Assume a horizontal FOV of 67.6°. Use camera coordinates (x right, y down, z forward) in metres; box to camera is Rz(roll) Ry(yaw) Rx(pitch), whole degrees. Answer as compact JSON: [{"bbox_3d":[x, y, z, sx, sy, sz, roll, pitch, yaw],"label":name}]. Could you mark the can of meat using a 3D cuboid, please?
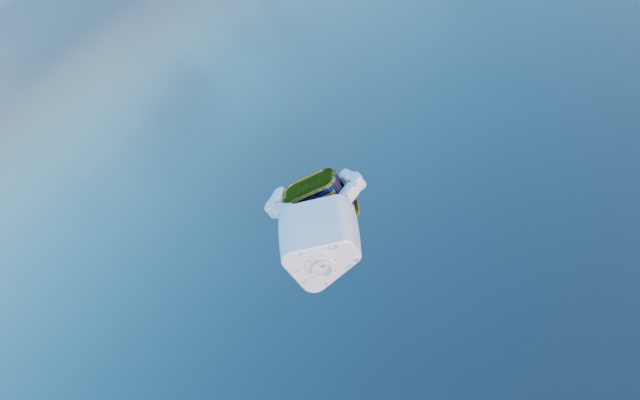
[{"bbox_3d":[0.000,0.002,0.789,0.102,0.084,0.057,-24,35,18],"label":"can of meat"}]
